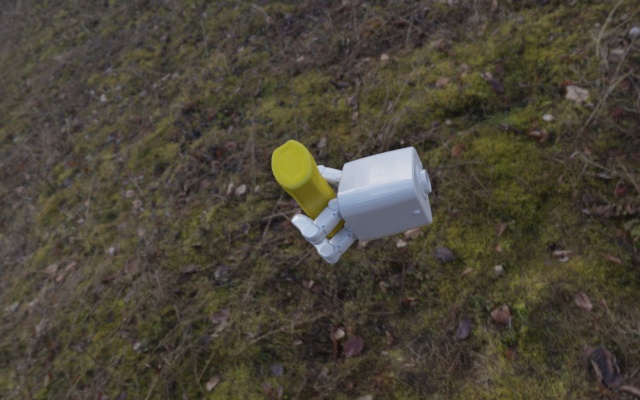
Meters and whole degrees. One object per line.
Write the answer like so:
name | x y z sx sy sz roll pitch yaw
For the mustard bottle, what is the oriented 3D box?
mustard bottle | 0.000 0.002 0.707 0.058 0.096 0.192 -33 -45 4
